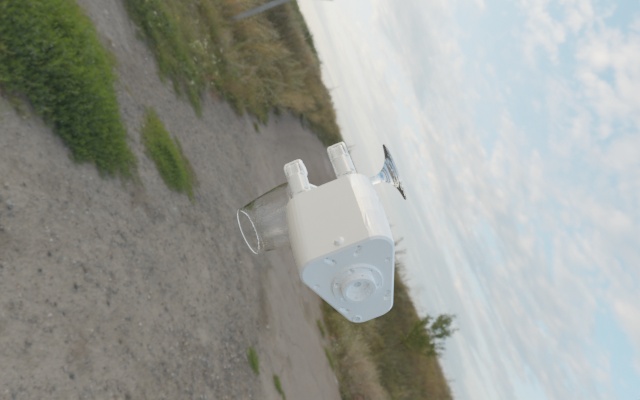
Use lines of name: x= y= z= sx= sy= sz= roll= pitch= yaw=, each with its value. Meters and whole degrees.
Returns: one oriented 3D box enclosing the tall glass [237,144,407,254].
tall glass: x=0.001 y=0.002 z=0.595 sx=0.201 sy=0.079 sz=0.079 roll=-22 pitch=-2 yaw=5
